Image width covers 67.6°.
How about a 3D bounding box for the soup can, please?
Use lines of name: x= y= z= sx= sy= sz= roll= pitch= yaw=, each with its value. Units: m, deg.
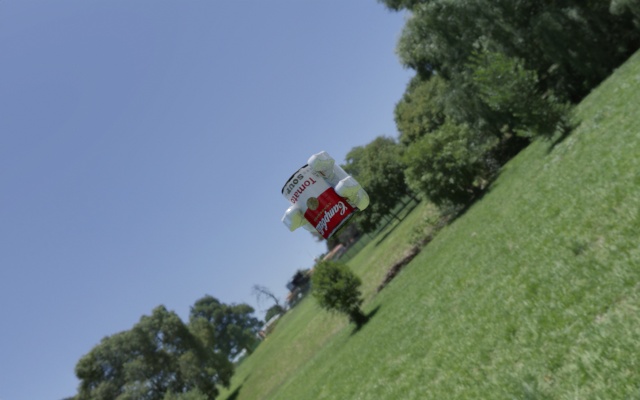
soup can: x=0.000 y=0.002 z=0.705 sx=0.102 sy=0.068 sz=0.068 roll=45 pitch=12 yaw=12
